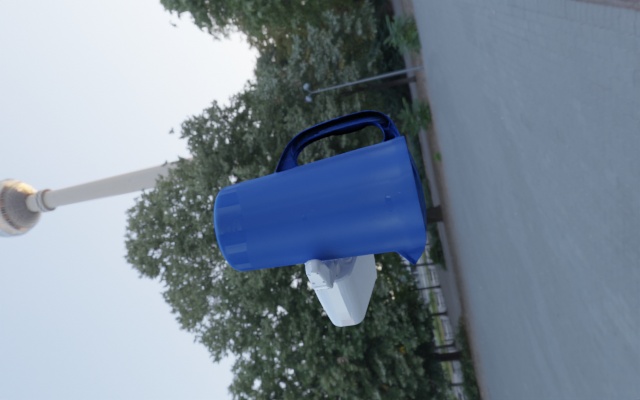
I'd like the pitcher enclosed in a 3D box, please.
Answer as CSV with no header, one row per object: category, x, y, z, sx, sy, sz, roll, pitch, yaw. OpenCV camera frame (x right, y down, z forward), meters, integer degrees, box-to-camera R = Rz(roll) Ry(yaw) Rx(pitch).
pitcher,0.000,0.002,0.577,0.243,0.145,0.149,-12,42,10
